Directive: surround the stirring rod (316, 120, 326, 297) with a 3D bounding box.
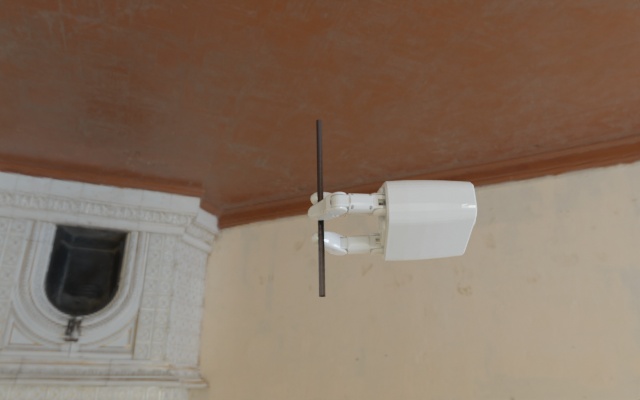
[{"bbox_3d":[0.000,0.002,0.609,0.011,0.239,0.011,-1,-23,0],"label":"stirring rod"}]
